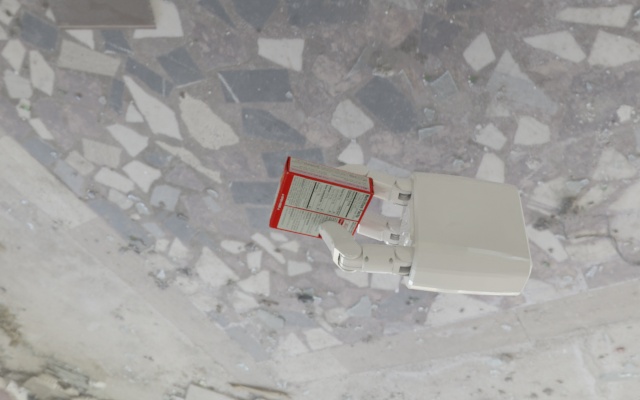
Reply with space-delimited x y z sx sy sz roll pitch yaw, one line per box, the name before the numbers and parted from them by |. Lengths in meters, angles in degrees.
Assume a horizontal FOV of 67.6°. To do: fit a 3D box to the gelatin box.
gelatin box | 0.000 0.002 0.476 0.089 0.073 0.030 13 38 -11
